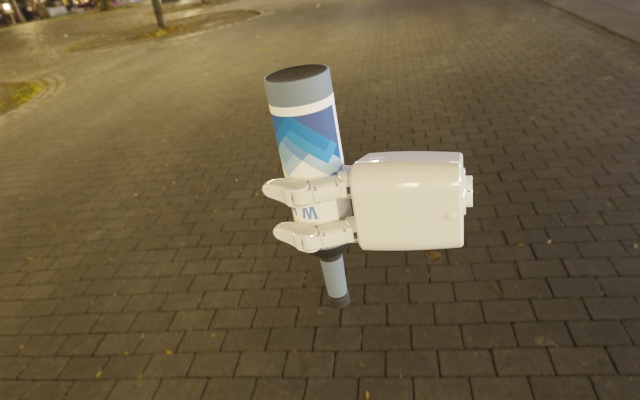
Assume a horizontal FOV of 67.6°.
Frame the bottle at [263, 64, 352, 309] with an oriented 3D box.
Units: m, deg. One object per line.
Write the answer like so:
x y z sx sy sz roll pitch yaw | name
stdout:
0.000 0.002 0.541 0.069 0.296 0.069 -8 28 4 | bottle
